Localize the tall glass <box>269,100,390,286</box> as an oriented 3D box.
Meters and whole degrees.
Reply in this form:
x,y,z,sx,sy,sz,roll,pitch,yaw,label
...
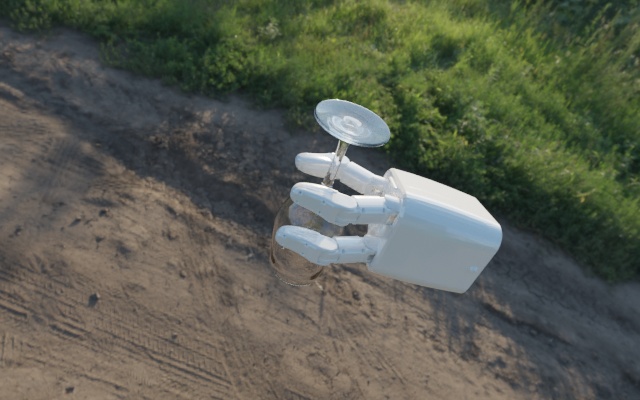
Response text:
x,y,z,sx,sy,sz,roll,pitch,yaw,label
0.000,0.001,0.496,0.079,0.201,0.079,14,38,-11,tall glass
